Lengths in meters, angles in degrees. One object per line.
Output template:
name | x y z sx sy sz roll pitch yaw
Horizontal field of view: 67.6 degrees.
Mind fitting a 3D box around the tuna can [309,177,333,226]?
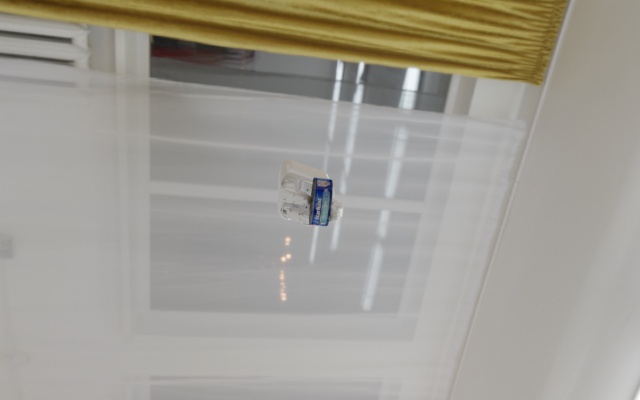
tuna can | 0.001 0.003 0.844 0.034 0.086 0.086 6 0 -4
